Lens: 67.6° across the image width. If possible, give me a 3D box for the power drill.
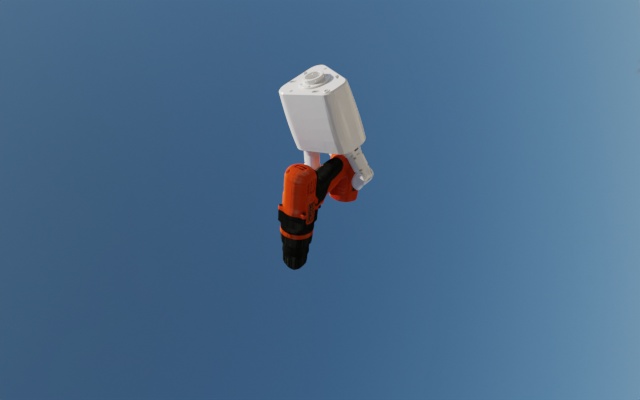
[{"bbox_3d":[0.000,0.002,0.783,0.057,0.185,0.187,22,35,21],"label":"power drill"}]
